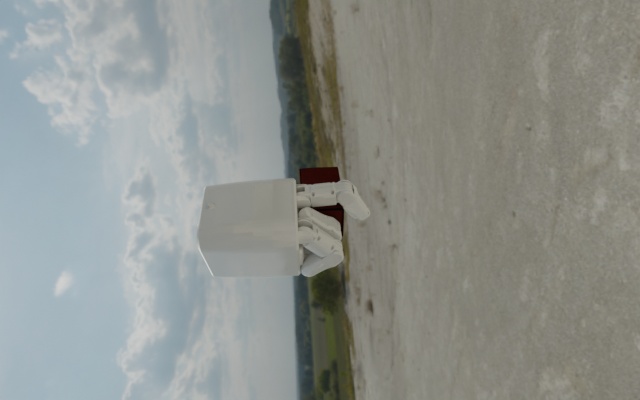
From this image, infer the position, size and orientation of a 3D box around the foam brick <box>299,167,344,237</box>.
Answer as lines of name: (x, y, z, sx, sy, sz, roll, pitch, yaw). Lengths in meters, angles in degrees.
foam brick: (0.000, 0.002, 0.597, 0.051, 0.053, 0.078, -3, 44, -2)
